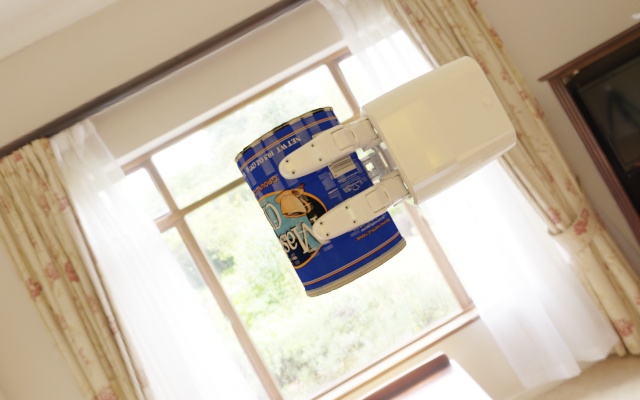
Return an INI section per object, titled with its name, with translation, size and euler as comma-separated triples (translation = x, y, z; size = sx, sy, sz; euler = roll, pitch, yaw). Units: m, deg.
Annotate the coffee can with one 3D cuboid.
[coffee can]
translation = 0.000, 0.002, 0.434
size = 0.103, 0.140, 0.103
euler = -29, -1, -1
